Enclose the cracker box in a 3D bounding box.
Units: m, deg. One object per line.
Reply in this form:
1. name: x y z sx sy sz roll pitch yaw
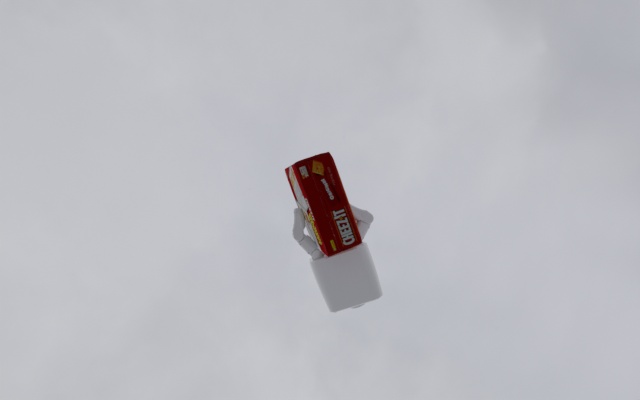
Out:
1. cracker box: 0.000 0.003 0.871 0.072 0.164 0.213 -21 4 -7
